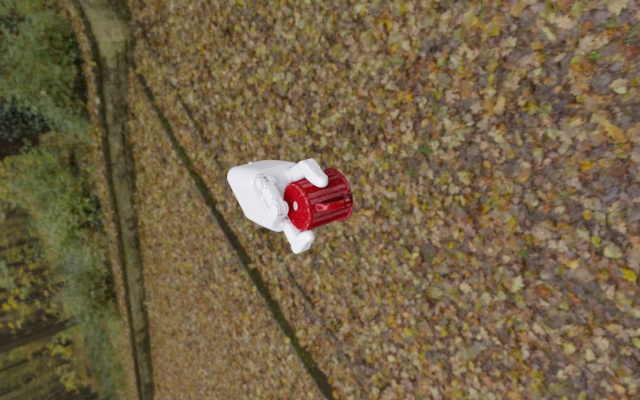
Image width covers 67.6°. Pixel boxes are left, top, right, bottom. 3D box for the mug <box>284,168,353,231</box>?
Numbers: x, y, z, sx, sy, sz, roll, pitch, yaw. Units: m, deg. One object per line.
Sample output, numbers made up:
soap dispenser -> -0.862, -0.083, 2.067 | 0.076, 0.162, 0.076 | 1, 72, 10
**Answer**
mug -> 0.001, 0.003, 0.763 | 0.081, 0.093, 0.117 | -18, 16, -31
